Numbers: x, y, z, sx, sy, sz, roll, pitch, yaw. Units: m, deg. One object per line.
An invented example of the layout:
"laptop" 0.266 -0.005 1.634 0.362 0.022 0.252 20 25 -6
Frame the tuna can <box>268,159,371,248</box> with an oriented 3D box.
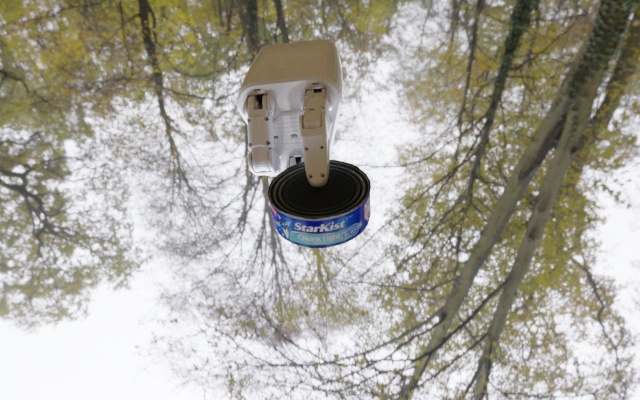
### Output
"tuna can" 0.000 0.002 0.405 0.086 0.034 0.086 -4 36 3
